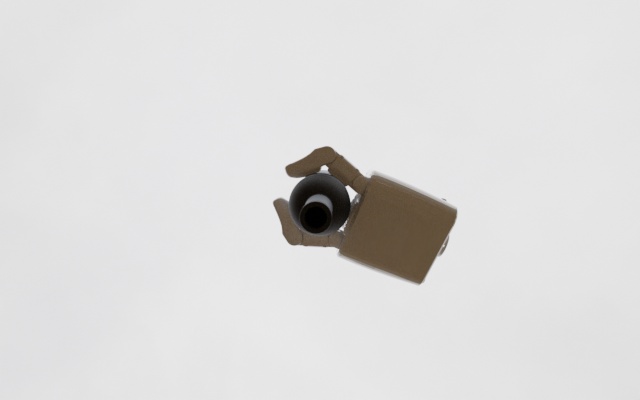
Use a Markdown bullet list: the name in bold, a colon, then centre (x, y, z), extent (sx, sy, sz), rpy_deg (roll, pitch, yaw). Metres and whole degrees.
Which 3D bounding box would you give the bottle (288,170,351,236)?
- **bottle**: centre (0.000, 0.002, 0.544), extent (0.069, 0.069, 0.295), rpy_deg (0, 5, 2)
